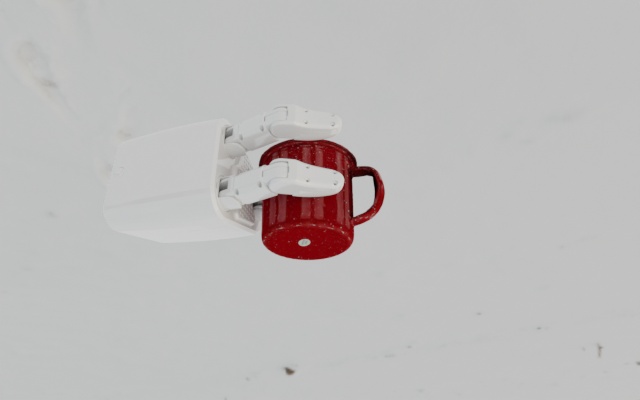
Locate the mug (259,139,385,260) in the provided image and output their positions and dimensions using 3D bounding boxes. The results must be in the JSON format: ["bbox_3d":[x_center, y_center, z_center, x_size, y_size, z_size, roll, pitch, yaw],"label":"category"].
[{"bbox_3d":[0.001,0.001,0.429,0.117,0.081,0.093,-8,-30,14],"label":"mug"}]
